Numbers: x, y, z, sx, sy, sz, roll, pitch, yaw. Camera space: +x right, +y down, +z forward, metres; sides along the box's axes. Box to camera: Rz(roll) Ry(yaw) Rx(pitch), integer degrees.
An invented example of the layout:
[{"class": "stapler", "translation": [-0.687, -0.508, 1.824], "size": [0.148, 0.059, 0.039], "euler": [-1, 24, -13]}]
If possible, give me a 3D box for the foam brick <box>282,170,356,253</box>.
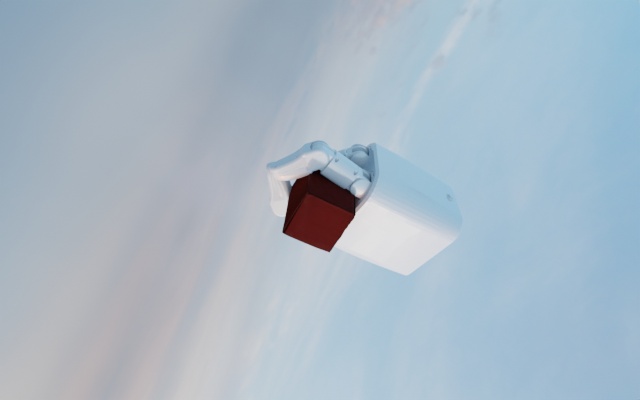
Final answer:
[{"class": "foam brick", "translation": [0.000, 0.002, 0.466], "size": [0.051, 0.053, 0.078], "euler": [26, 31, -13]}]
